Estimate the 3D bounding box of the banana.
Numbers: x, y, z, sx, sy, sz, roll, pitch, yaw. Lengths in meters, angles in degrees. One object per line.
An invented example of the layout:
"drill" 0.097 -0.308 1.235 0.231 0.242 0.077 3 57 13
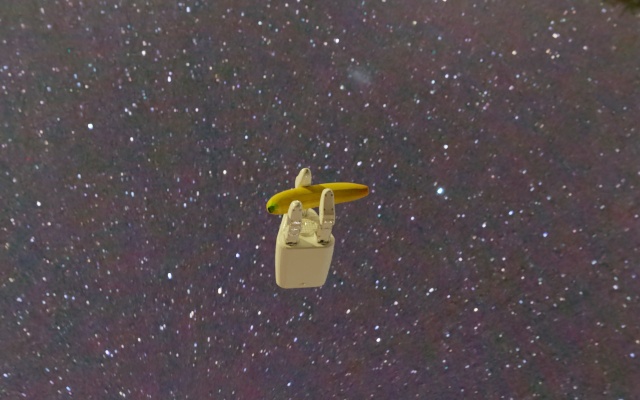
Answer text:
"banana" -0.013 -0.002 0.806 0.198 0.037 0.069 -13 23 -31
